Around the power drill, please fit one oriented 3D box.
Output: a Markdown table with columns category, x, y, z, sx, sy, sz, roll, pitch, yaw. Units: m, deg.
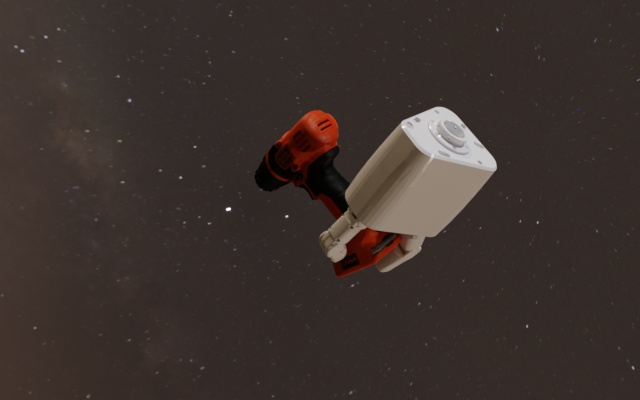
| category | x | y | z | sx | sy | sz | roll | pitch | yaw |
| --- | --- | --- | --- | --- | --- | --- | --- | --- | --- |
| power drill | 0.001 | 0.002 | 0.592 | 0.057 | 0.187 | 0.184 | -36 | 1 | -32 |
